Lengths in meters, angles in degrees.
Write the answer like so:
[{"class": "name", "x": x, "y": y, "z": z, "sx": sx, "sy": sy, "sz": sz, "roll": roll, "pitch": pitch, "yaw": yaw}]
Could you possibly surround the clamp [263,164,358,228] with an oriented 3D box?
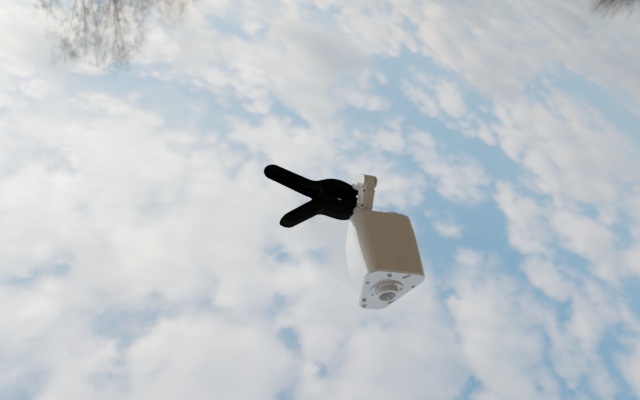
[{"class": "clamp", "x": 0.000, "y": 0.003, "z": 0.720, "sx": 0.171, "sy": 0.120, "sz": 0.039, "roll": 9, "pitch": -42, "yaw": -19}]
